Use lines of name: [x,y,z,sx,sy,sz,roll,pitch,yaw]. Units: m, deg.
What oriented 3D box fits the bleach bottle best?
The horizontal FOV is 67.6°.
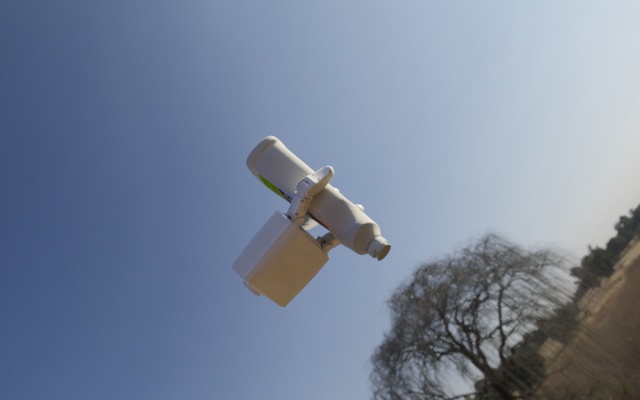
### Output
bleach bottle: [0.000,0.002,0.714,0.250,0.068,0.103,38,-9,30]
